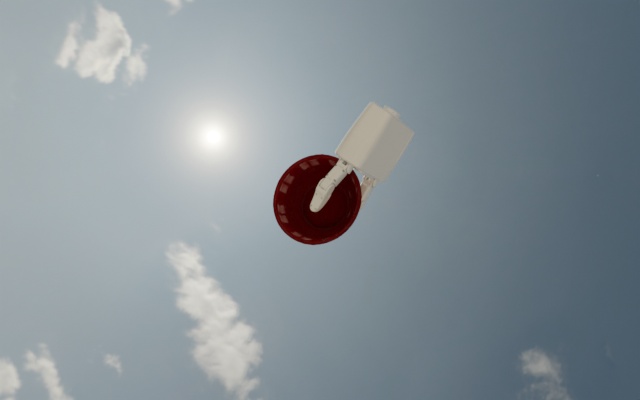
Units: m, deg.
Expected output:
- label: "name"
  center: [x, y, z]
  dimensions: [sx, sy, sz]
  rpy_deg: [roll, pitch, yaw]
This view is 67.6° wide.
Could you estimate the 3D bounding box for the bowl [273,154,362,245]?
- label: "bowl"
  center: [-0.001, 0.004, 0.846]
  dimensions: [0.162, 0.162, 0.055]
  rpy_deg: [0, -14, 19]
